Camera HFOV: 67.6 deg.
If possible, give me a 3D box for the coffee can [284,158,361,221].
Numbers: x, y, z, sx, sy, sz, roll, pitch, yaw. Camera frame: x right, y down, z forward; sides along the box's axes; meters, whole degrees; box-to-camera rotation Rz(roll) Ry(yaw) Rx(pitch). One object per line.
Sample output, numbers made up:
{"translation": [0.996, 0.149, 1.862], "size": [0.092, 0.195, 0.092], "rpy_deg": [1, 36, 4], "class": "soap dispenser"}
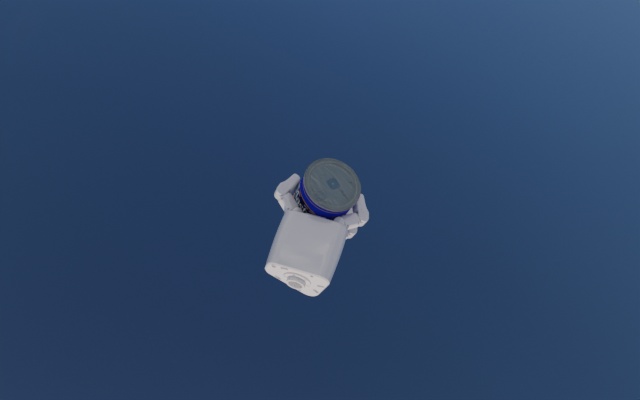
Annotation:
{"translation": [0.000, 0.003, 0.868], "size": [0.103, 0.102, 0.140], "rpy_deg": [0, -27, -20], "class": "coffee can"}
